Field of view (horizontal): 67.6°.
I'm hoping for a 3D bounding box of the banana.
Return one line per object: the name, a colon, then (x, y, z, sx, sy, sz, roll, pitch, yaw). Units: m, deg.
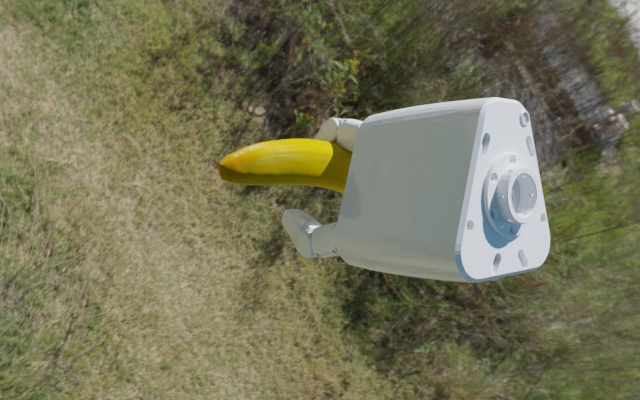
banana: (0.012, -0.014, 0.403, 0.198, 0.069, 0.037, 25, 8, -37)
